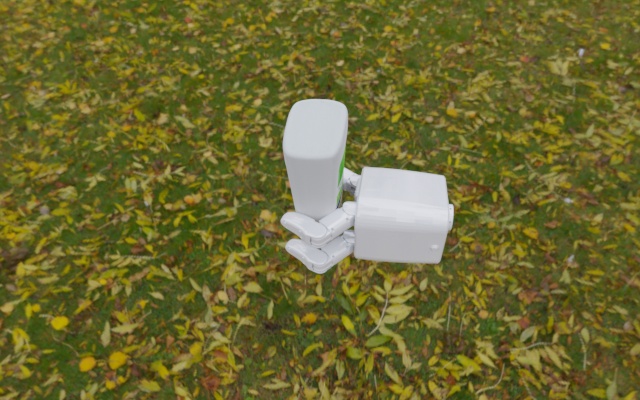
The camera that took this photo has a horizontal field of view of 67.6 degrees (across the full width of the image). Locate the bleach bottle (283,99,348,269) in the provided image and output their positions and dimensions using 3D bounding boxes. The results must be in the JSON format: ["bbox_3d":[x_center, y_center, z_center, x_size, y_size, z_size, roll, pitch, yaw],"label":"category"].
[{"bbox_3d":[0.000,0.002,0.609,0.068,0.102,0.251,4,-40,7],"label":"bleach bottle"}]
